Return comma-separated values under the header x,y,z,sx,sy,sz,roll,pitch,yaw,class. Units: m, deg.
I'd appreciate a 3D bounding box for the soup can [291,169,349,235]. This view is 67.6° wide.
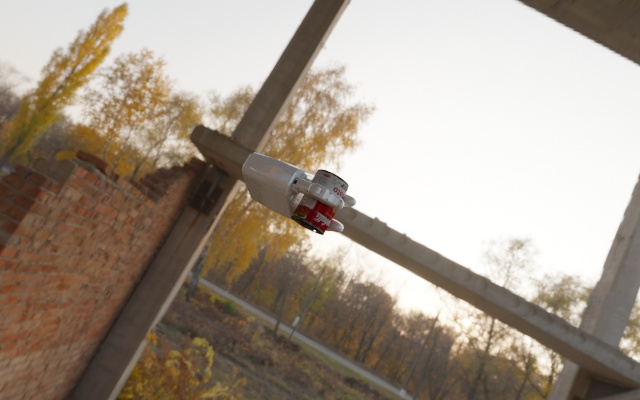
x,y,z,sx,sy,sz,roll,pitch,yaw,class
0.001,0.003,0.864,0.068,0.102,0.068,27,-12,6,soup can
